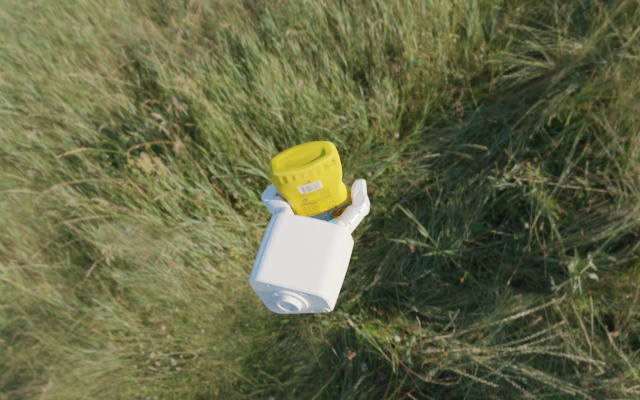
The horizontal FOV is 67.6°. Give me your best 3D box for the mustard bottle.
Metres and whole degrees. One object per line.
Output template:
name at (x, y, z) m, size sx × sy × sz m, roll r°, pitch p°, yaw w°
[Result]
mustard bottle at (0.000, 0.002, 0.705) m, size 0.096 × 0.058 × 0.192 m, roll -17°, pitch -44°, yaw 7°
